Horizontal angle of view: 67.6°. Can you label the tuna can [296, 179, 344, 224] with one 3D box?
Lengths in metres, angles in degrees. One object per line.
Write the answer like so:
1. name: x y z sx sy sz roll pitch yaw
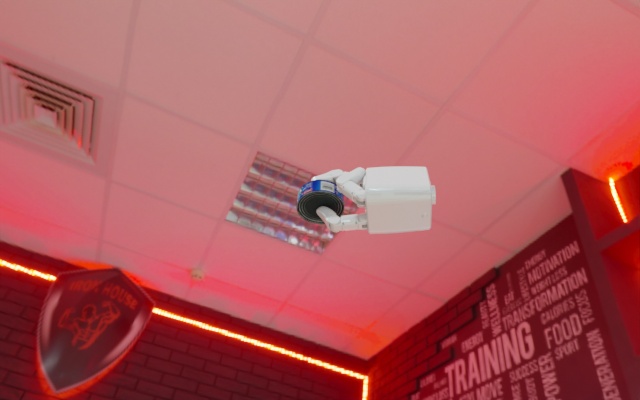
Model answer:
1. tuna can: 0.000 0.002 0.865 0.086 0.033 0.086 1 -44 1
